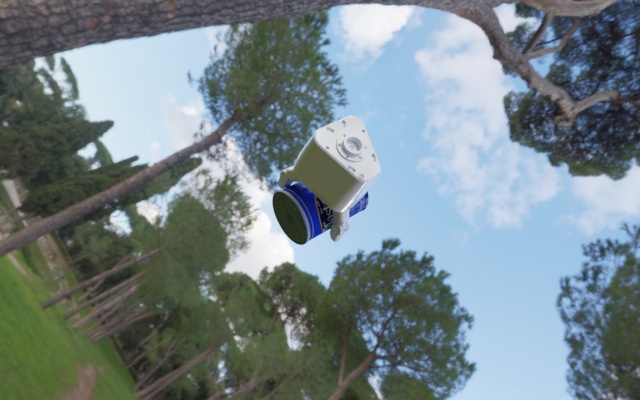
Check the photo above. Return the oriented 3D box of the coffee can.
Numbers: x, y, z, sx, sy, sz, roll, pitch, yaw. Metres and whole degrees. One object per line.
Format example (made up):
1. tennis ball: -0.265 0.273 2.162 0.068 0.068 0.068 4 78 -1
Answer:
1. coffee can: 0.000 0.003 0.850 0.140 0.103 0.103 -28 14 -29
